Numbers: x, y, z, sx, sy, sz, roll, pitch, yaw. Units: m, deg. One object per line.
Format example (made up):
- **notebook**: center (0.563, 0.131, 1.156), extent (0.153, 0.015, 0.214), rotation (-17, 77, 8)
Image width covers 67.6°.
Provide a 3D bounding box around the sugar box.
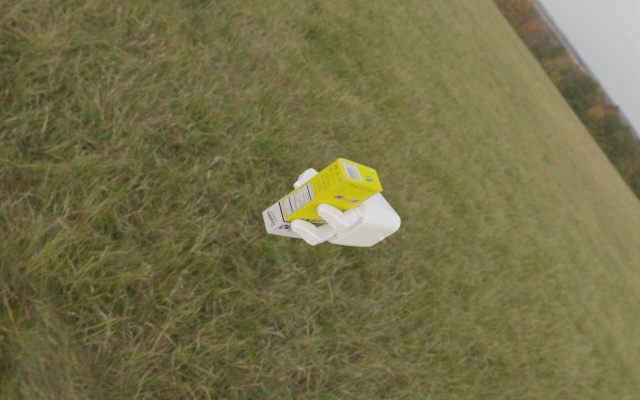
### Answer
- **sugar box**: center (0.000, 0.003, 0.757), extent (0.176, 0.048, 0.093), rotation (-36, -32, 31)
